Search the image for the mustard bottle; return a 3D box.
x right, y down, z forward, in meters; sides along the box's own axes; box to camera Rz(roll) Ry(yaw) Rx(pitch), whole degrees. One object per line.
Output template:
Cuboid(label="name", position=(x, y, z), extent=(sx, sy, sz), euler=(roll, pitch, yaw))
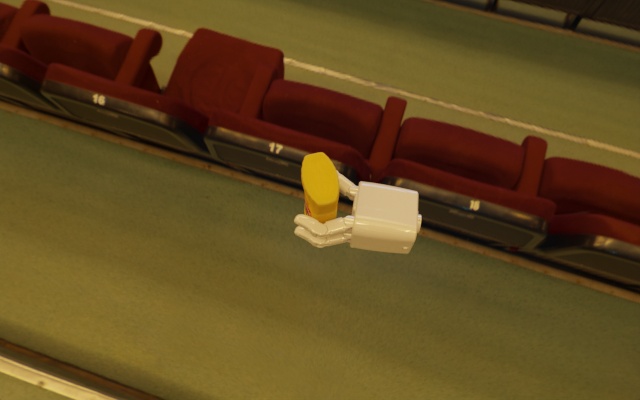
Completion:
Cuboid(label="mustard bottle", position=(0.000, 0.003, 0.836), extent=(0.058, 0.096, 0.192), euler=(-14, -24, -6))
